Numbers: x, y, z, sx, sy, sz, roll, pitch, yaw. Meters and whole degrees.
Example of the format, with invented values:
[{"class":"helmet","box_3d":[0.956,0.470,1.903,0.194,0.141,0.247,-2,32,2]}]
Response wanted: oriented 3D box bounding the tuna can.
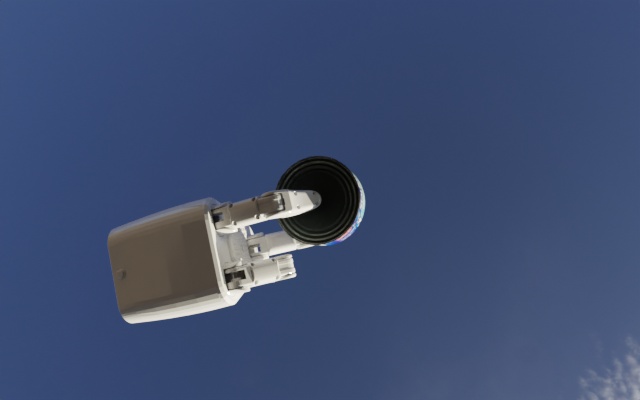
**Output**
[{"class":"tuna can","box_3d":[0.000,0.002,0.468,0.086,0.086,0.034,0,-7,16]}]
